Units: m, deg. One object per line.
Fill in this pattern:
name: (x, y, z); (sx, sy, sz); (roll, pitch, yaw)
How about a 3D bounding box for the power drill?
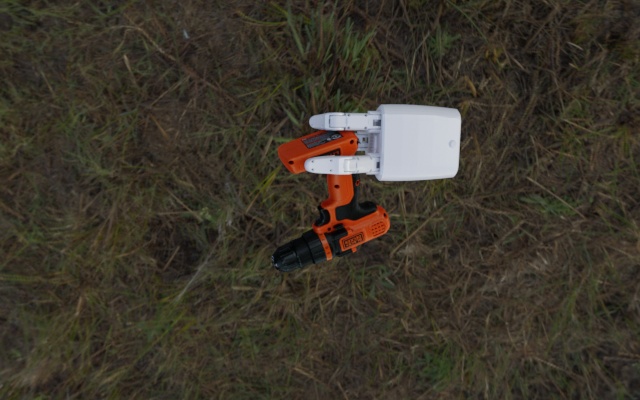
power drill: (0.000, 0.002, 0.669); (0.184, 0.188, 0.057); (-23, 34, -12)
